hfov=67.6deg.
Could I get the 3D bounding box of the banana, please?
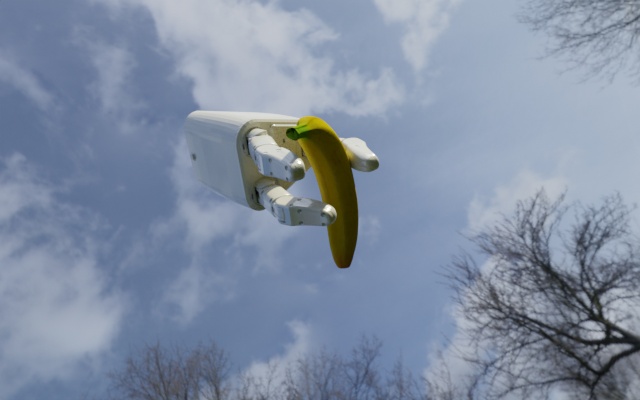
[{"bbox_3d":[0.008,-0.014,0.482,0.037,0.069,0.198,12,-38,32],"label":"banana"}]
